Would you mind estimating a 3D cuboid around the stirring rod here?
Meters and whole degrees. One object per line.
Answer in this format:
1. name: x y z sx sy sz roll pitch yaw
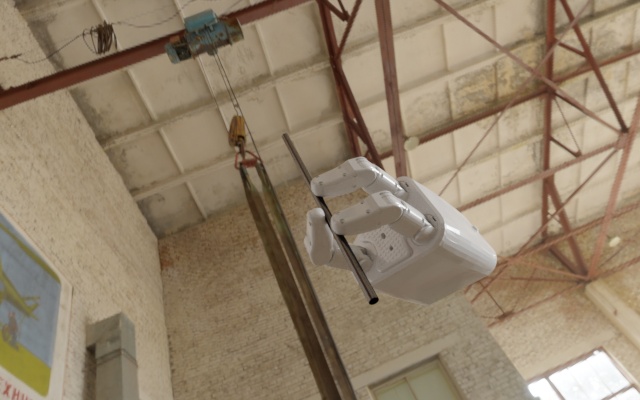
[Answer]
1. stirring rod: 0.000 0.002 0.435 0.011 0.011 0.239 0 37 -24
